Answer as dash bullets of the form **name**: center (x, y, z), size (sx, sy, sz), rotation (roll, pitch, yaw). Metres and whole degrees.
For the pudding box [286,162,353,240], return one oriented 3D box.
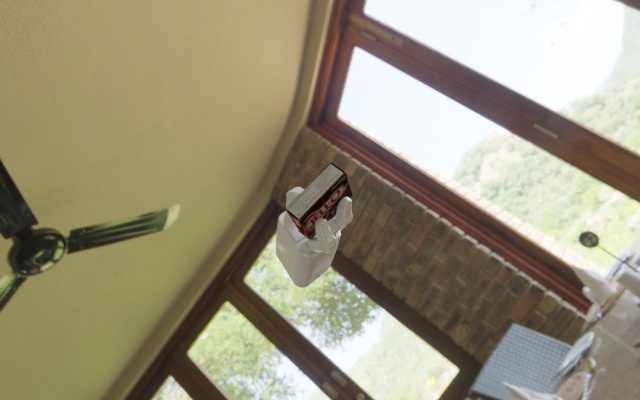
- **pudding box**: center (0.000, 0.003, 0.798), size (0.039, 0.113, 0.090), rotation (37, -12, 23)
